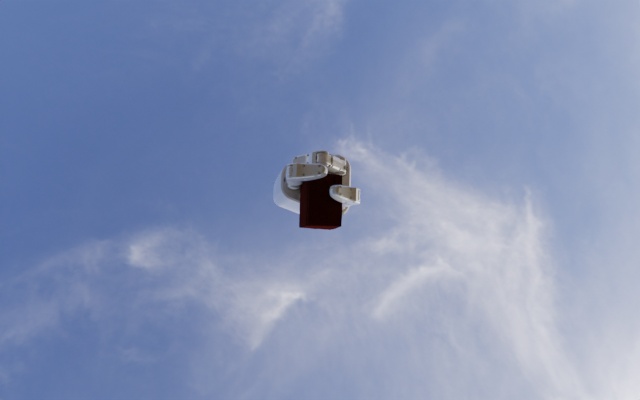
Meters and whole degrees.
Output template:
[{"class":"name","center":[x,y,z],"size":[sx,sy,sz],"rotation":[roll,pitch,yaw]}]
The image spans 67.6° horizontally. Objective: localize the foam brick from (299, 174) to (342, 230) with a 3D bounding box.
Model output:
[{"class":"foam brick","center":[0.000,0.003,0.696],"size":[0.053,0.078,0.051],"rotation":[5,-10,-14]}]
